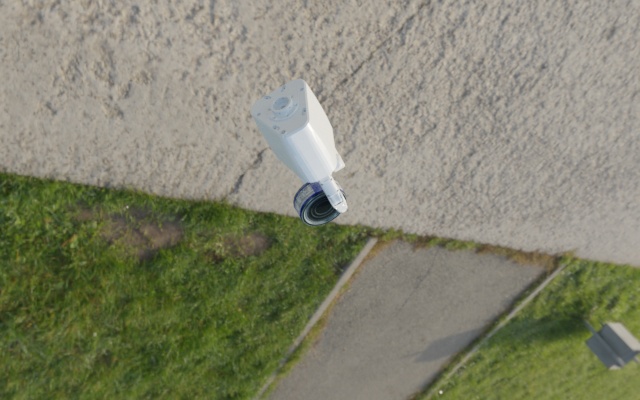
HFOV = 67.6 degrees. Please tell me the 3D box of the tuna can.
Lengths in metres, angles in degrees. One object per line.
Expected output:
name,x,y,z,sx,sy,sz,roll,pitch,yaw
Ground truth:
tuna can,0.000,0.003,0.795,0.086,0.086,0.033,0,43,-34
